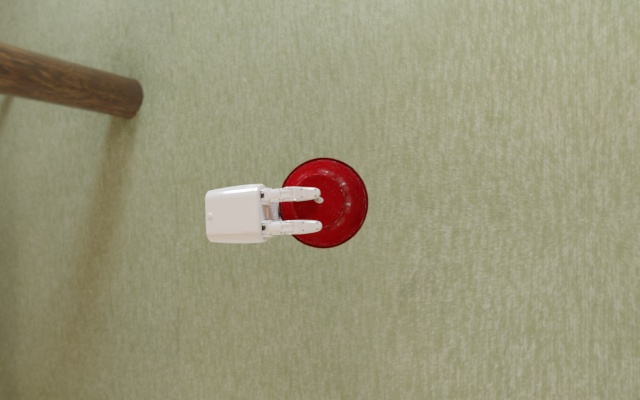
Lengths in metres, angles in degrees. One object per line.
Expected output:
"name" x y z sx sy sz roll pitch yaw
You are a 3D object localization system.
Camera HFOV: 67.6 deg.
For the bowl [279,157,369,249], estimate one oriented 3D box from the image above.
"bowl" 0.001 0.002 0.818 0.162 0.162 0.055 0 -3 9
